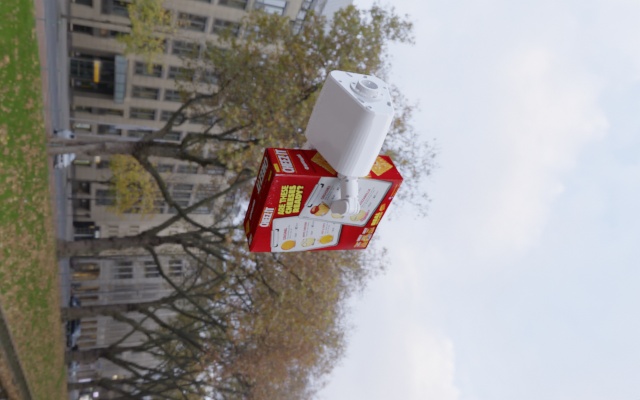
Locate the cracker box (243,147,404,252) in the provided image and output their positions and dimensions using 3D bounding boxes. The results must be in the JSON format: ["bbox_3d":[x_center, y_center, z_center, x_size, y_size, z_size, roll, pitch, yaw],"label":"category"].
[{"bbox_3d":[0.000,0.003,0.758,0.214,0.164,0.072,2,43,-25],"label":"cracker box"}]
